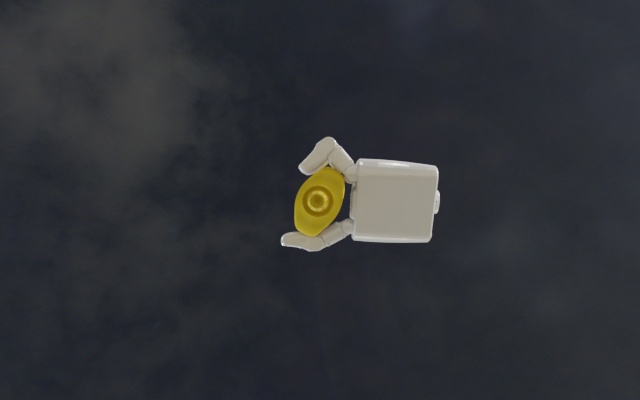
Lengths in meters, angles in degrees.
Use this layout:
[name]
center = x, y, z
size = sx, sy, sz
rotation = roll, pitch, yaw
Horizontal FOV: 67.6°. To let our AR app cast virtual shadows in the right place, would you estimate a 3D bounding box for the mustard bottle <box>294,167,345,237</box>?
[mustard bottle]
center = 0.000, 0.002, 0.658
size = 0.058, 0.096, 0.191
rotation = 28, 0, 2
